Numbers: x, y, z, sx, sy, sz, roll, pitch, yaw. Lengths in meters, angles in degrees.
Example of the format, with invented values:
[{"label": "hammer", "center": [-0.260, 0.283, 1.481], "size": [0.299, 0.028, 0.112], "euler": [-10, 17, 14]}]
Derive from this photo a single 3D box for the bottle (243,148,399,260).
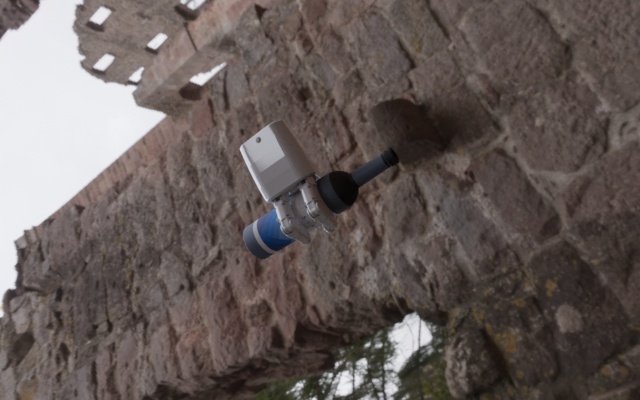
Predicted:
[{"label": "bottle", "center": [0.000, 0.003, 0.793], "size": [0.296, 0.069, 0.069], "euler": [-33, -14, 23]}]
